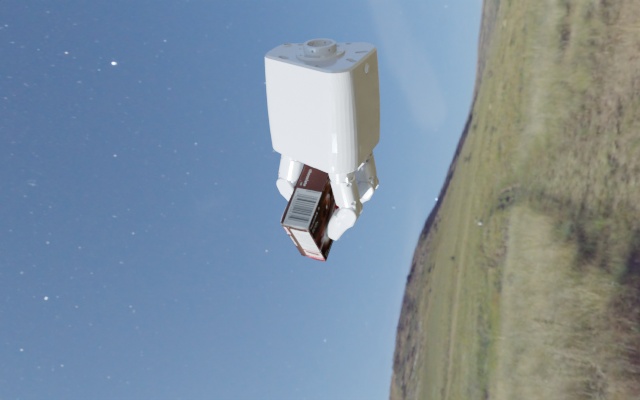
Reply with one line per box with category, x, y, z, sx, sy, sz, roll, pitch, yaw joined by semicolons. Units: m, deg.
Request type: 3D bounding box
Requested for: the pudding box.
pudding box;0.000;0.002;0.557;0.039;0.113;0.090;14;-24;22
